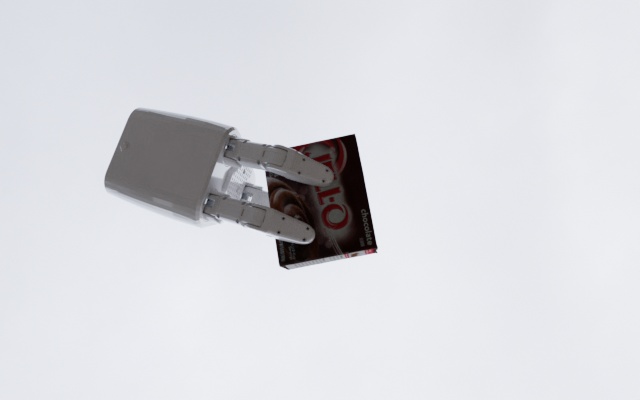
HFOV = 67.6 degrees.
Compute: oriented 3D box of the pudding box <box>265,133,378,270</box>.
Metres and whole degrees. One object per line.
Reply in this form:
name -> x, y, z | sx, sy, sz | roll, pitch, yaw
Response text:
pudding box -> 0.000, 0.002, 0.447 | 0.090, 0.113, 0.039 | -12, -14, 6
